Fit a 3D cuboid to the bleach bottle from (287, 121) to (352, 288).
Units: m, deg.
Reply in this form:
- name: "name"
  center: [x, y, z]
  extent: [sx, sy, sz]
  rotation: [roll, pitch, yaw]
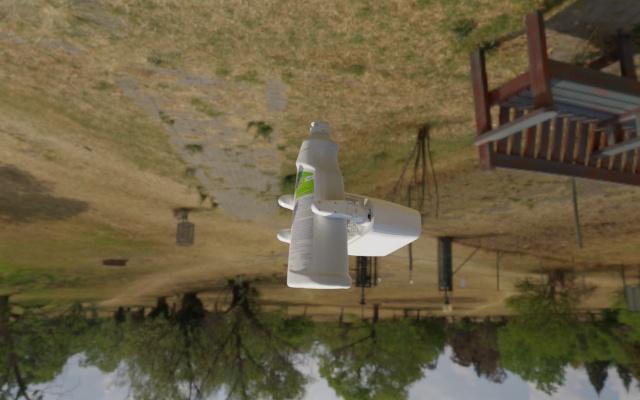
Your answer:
- name: "bleach bottle"
  center: [0.000, 0.002, 0.710]
  extent: [0.068, 0.250, 0.102]
  rotation: [10, -14, -34]
